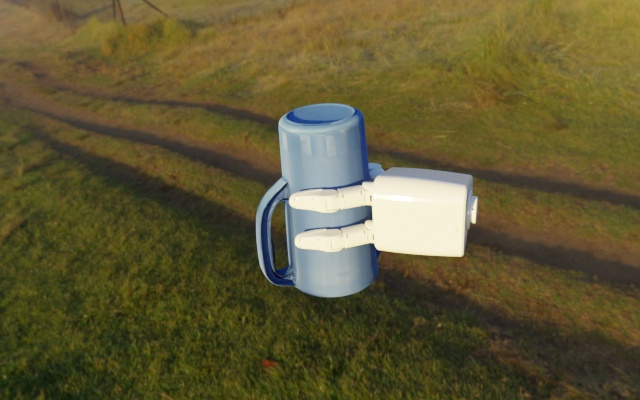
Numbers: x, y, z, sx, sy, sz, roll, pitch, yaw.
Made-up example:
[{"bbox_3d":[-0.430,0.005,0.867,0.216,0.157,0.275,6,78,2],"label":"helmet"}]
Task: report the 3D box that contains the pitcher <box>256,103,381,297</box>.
[{"bbox_3d":[0.000,0.002,0.644,0.145,0.243,0.149,5,29,21],"label":"pitcher"}]
